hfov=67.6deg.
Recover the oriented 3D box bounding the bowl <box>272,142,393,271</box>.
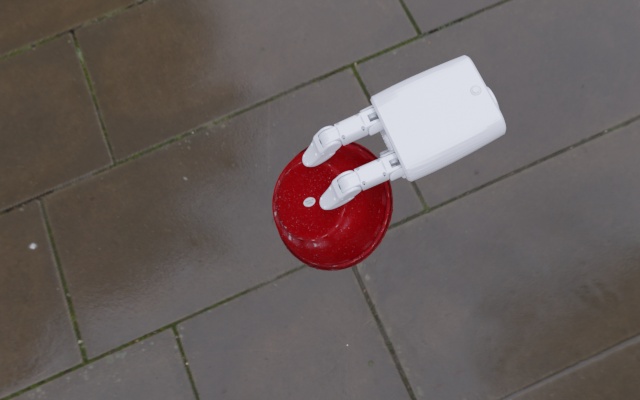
[{"bbox_3d":[-0.001,0.003,0.561,0.162,0.162,0.055,0,-6,28],"label":"bowl"}]
